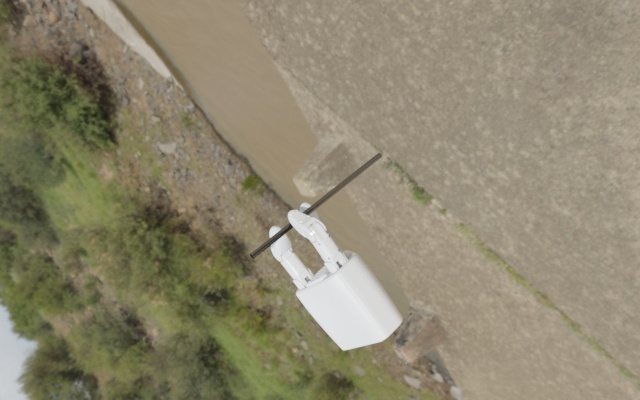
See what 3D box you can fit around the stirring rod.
[{"bbox_3d":[0.000,0.002,0.648,0.239,0.011,0.011,-38,17,-23],"label":"stirring rod"}]
